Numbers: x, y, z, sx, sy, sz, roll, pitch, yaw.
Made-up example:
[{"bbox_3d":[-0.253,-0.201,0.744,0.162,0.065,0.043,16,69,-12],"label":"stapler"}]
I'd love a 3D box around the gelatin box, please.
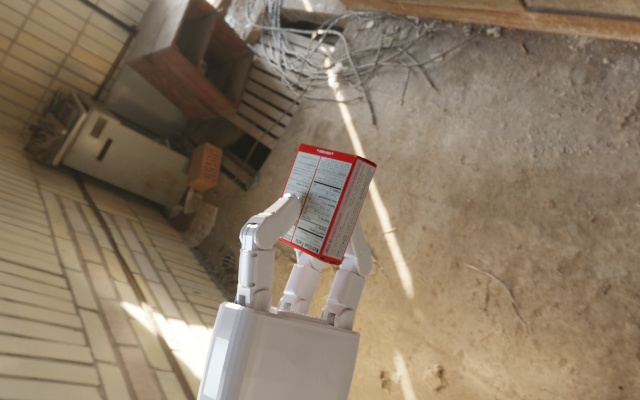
[{"bbox_3d":[0.000,0.001,0.403,0.030,0.089,0.073,20,-1,-42],"label":"gelatin box"}]
